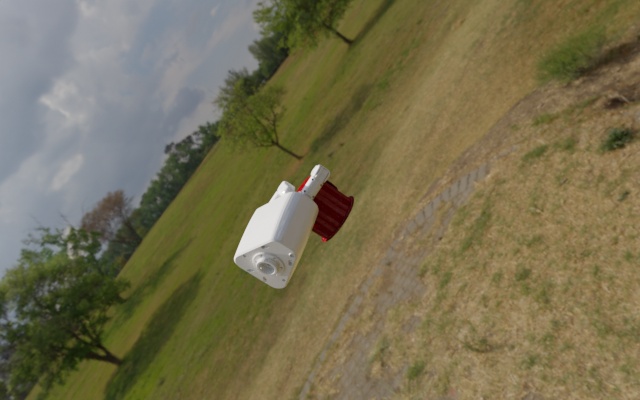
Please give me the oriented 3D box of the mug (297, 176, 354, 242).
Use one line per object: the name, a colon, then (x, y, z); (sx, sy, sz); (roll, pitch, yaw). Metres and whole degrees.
mug: (0.000, 0.002, 0.819); (0.081, 0.117, 0.093); (34, -49, -12)
